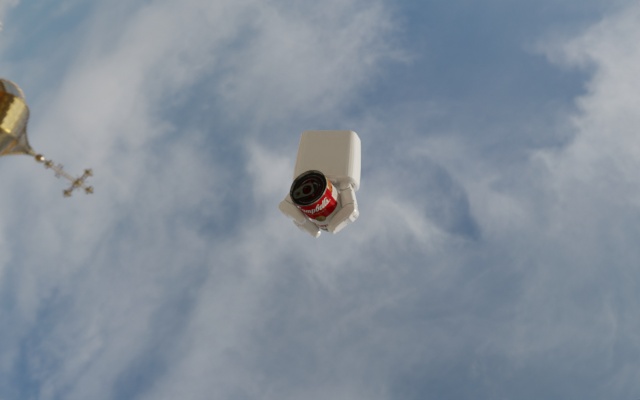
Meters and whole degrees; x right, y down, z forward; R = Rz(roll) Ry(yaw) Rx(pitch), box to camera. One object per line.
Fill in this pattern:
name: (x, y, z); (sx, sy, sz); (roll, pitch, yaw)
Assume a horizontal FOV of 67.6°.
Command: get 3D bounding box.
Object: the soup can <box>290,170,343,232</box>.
soup can: (0.000, 0.003, 0.819); (0.068, 0.068, 0.102); (0, -28, 28)
